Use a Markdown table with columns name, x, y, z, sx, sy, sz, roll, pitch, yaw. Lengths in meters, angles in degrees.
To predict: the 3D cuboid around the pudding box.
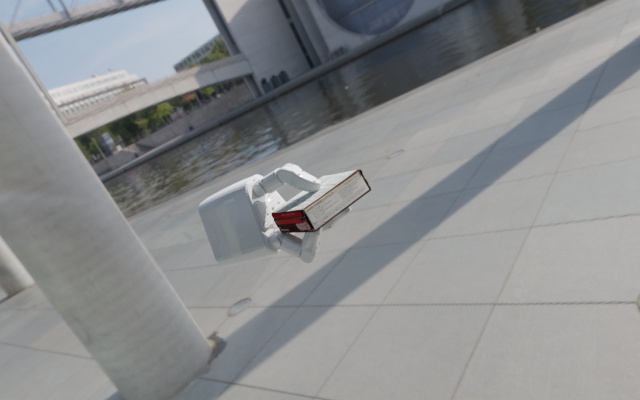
| name | x | y | z | sx | sy | sz | roll | pitch | yaw |
| --- | --- | --- | --- | --- | --- | --- | --- | --- | --- |
| pudding box | 0.000 | 0.002 | 0.656 | 0.113 | 0.039 | 0.090 | -37 | 17 | -29 |
